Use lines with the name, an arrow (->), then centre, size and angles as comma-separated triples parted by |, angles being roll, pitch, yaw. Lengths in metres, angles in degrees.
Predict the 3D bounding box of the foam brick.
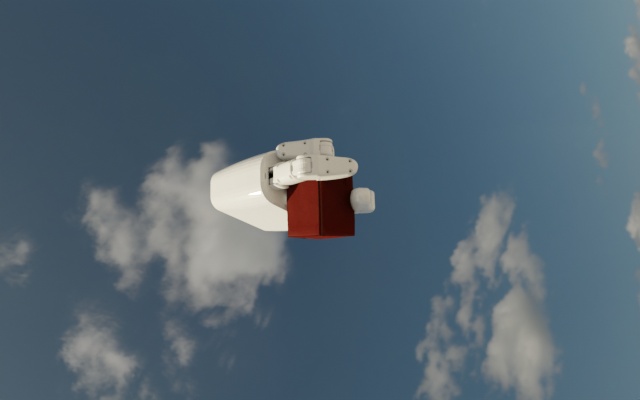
foam brick -> 0.000, 0.002, 0.507 | 0.051, 0.078, 0.053 | -10, -13, 44
